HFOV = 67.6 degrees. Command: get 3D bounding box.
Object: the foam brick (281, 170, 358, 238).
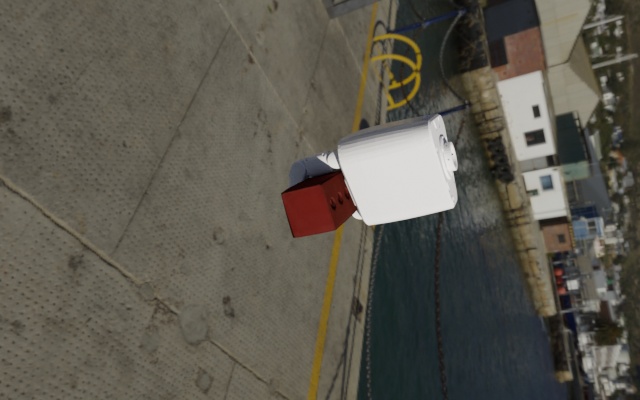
[{"bbox_3d":[0.000,0.002,0.533,0.051,0.053,0.078,-11,12,25],"label":"foam brick"}]
